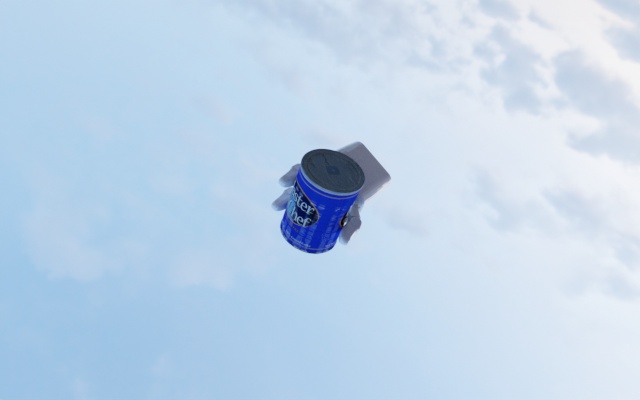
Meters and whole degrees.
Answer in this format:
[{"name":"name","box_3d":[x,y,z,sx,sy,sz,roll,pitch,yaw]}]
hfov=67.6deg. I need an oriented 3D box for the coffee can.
[{"name":"coffee can","box_3d":[0.000,0.003,0.770,0.103,0.140,0.102,13,41,-11]}]
